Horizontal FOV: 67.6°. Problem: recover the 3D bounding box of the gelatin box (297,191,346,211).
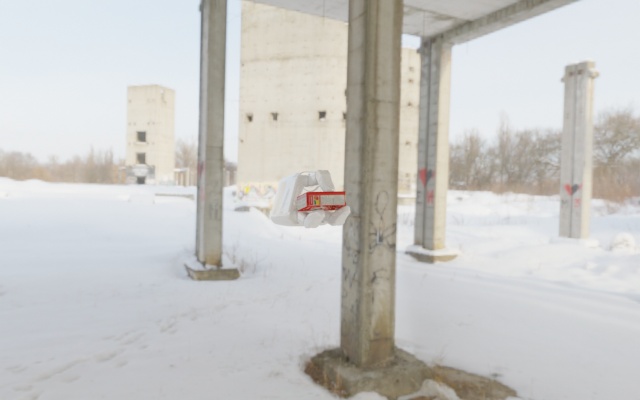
[{"bbox_3d":[0.000,0.002,0.880,0.073,0.030,0.089,-1,-7,-15],"label":"gelatin box"}]
